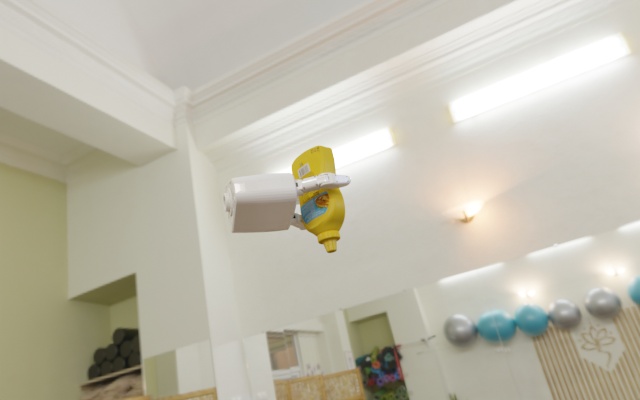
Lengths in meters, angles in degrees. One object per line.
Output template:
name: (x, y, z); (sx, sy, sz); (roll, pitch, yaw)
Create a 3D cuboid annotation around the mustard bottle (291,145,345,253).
mustard bottle: (0.000, 0.003, 0.872); (0.058, 0.191, 0.096); (8, -29, -42)
